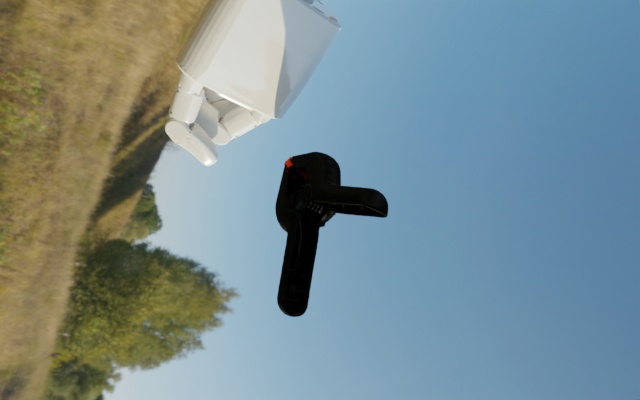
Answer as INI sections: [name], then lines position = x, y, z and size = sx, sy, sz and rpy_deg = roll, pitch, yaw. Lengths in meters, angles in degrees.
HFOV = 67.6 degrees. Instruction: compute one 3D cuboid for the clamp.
[clamp]
position = 0.000, 0.002, 0.407
size = 0.039, 0.171, 0.120
rpy_deg = 34, -63, -31
